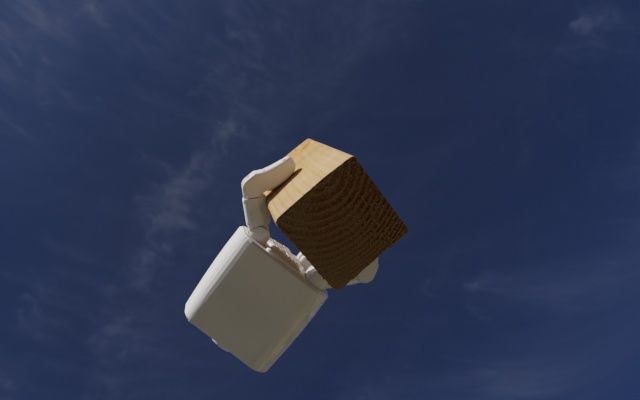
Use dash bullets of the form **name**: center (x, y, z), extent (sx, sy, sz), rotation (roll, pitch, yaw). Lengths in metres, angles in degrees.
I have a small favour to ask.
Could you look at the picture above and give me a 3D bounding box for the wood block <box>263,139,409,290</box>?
- **wood block**: center (0.000, 0.002, 0.513), extent (0.090, 0.091, 0.206), rotation (-40, 17, -2)
